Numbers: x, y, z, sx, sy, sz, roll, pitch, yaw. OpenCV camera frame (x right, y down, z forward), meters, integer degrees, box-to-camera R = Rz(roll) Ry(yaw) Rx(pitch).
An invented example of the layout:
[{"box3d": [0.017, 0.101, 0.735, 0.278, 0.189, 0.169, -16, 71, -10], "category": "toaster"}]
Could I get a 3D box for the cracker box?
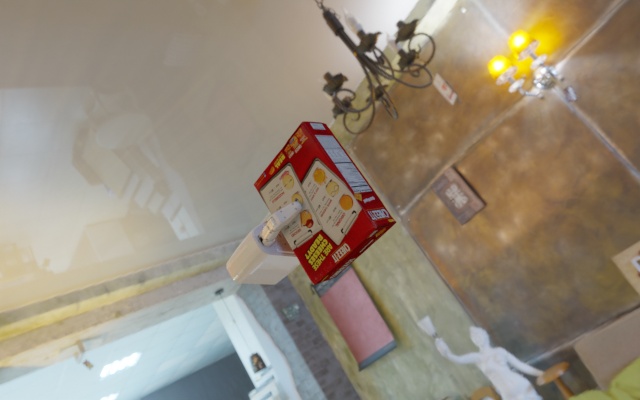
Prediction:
[{"box3d": [0.000, 0.002, 0.789, 0.072, 0.213, 0.164, -9, -31, -50], "category": "cracker box"}]
